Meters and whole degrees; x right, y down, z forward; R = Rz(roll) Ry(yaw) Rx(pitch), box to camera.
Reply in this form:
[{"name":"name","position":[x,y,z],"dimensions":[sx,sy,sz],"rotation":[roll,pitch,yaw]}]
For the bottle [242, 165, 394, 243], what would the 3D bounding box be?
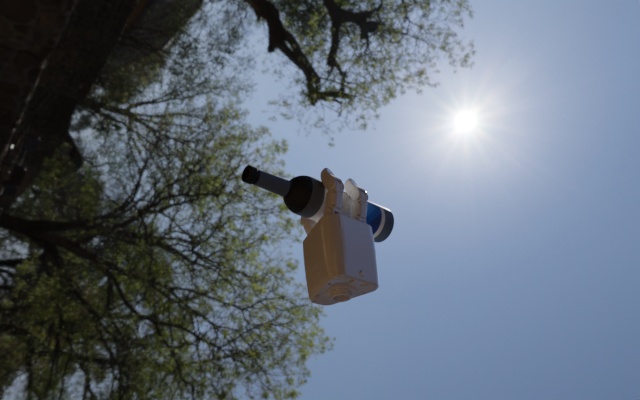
[{"name":"bottle","position":[0.000,0.003,0.805],"dimensions":[0.296,0.069,0.069],"rotation":[21,-13,-35]}]
